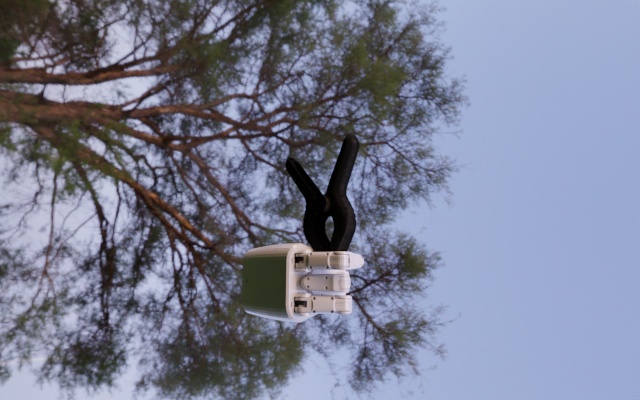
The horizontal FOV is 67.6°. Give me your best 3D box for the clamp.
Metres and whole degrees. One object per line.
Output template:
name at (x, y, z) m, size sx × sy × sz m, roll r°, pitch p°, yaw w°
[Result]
clamp at (0.001, 0.002, 0.642) m, size 0.120 × 0.171 × 0.039 m, roll -8°, pitch -14°, yaw 43°
